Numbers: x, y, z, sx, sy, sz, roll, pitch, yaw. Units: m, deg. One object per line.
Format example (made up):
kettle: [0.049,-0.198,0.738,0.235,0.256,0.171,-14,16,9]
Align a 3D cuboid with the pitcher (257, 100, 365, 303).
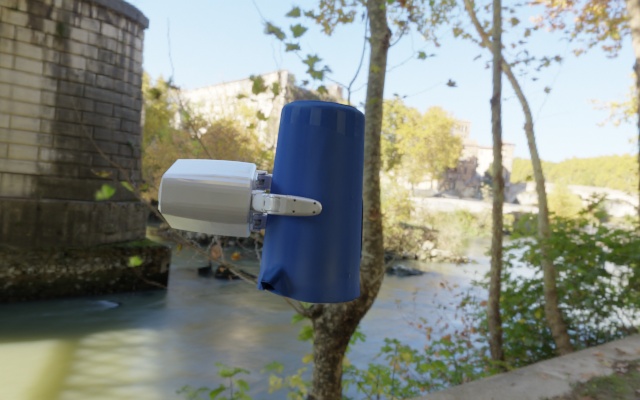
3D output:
pitcher: [0.000,0.002,0.621,0.145,0.243,0.149,5,2,-6]
